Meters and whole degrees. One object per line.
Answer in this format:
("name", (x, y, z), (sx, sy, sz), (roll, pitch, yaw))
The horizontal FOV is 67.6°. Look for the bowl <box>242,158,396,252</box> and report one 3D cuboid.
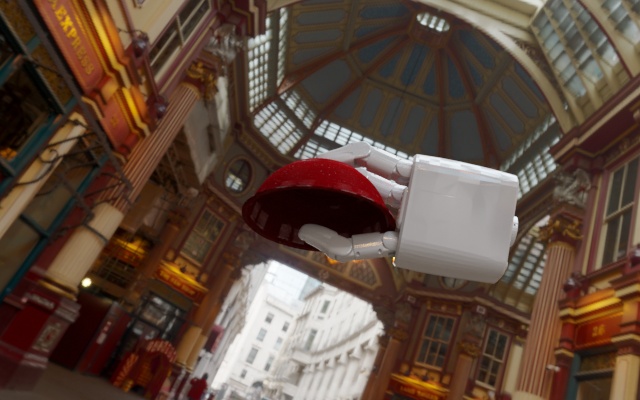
("bowl", (-0.001, 0.001, 0.511), (0.162, 0.055, 0.162), (4, -27, 2))
